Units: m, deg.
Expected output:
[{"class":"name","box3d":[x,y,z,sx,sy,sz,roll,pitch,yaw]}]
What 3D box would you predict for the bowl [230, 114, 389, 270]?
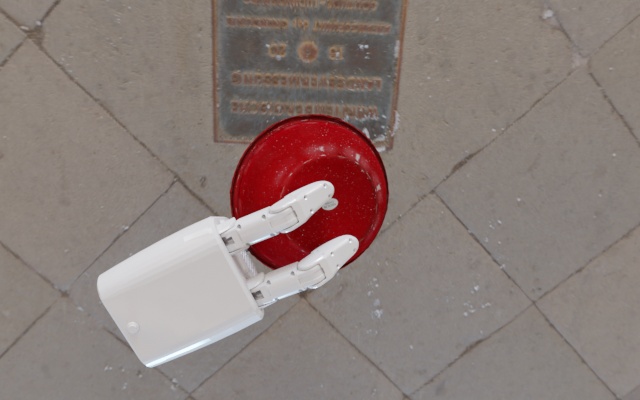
[{"class":"bowl","box3d":[0.001,0.001,0.444,0.162,0.162,0.055,0,9,-17]}]
